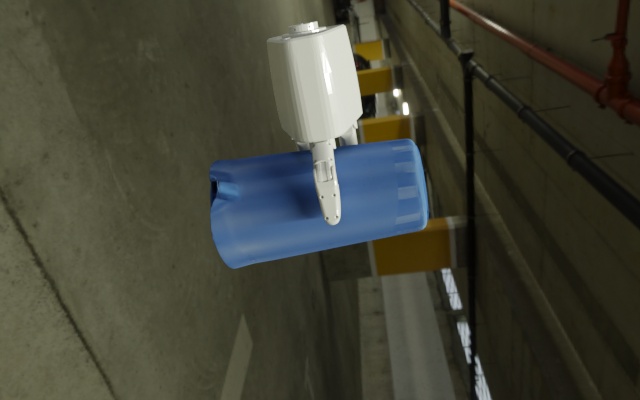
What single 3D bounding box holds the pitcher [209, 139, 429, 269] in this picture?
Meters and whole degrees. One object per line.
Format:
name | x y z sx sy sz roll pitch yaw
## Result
pitcher | 0.000 0.002 0.577 0.243 0.145 0.149 -9 23 7
